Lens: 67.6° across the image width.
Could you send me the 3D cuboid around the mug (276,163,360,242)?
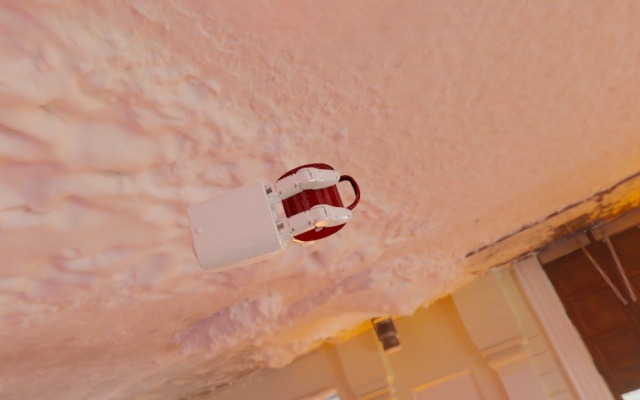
[{"bbox_3d":[0.002,0.002,0.678,0.117,0.081,0.093,-18,-24,-3],"label":"mug"}]
